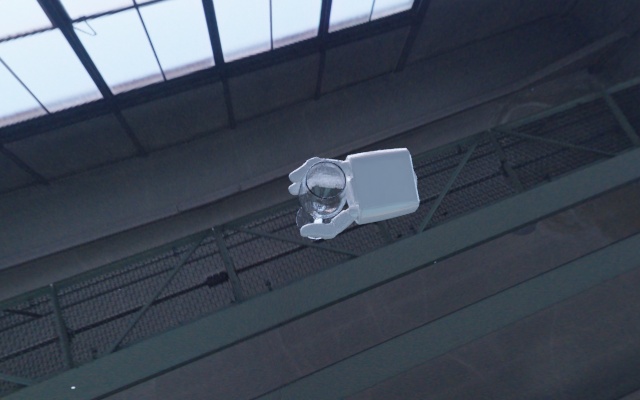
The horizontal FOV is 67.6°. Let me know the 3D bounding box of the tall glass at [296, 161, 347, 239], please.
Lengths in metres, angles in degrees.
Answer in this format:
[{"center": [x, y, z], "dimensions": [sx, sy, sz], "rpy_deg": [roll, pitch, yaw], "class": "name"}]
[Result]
[{"center": [0.000, 0.003, 0.806], "dimensions": [0.079, 0.079, 0.201], "rpy_deg": [0, -20, -5], "class": "tall glass"}]
